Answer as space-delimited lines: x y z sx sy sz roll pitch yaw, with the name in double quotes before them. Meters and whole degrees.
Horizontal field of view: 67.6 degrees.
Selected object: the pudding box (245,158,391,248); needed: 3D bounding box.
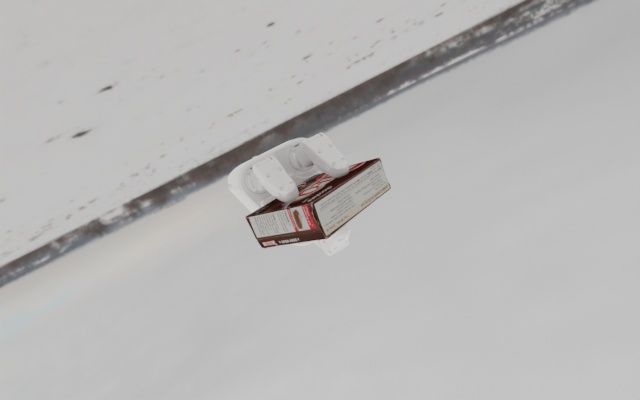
"pudding box" 0.000 0.002 0.454 0.090 0.039 0.113 -14 16 44
